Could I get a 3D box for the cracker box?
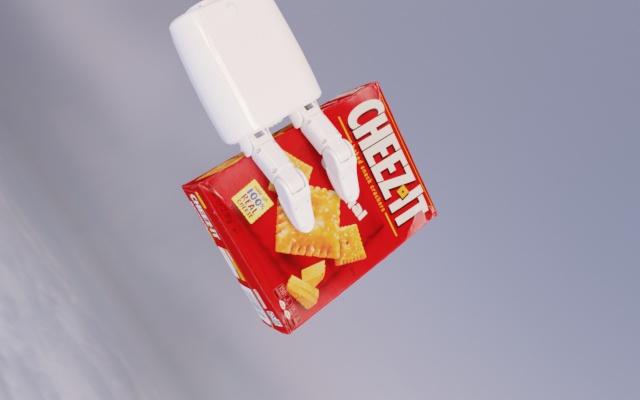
[{"bbox_3d":[0.000,0.002,0.479,0.213,0.164,0.072,-34,16,-24],"label":"cracker box"}]
